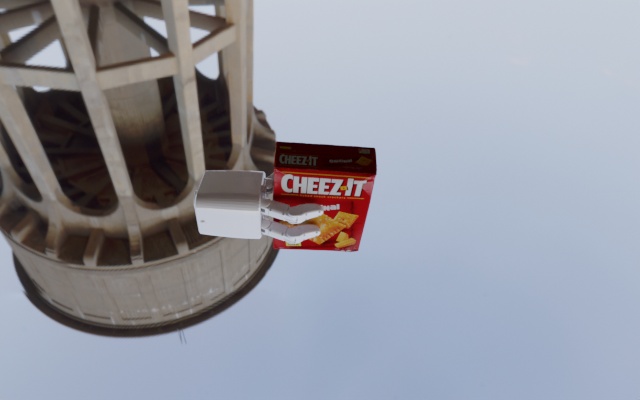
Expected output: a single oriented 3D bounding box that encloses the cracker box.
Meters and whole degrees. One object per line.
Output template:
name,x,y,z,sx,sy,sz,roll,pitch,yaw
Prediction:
cracker box,0.000,0.003,0.832,0.164,0.072,0.214,3,-41,-4
